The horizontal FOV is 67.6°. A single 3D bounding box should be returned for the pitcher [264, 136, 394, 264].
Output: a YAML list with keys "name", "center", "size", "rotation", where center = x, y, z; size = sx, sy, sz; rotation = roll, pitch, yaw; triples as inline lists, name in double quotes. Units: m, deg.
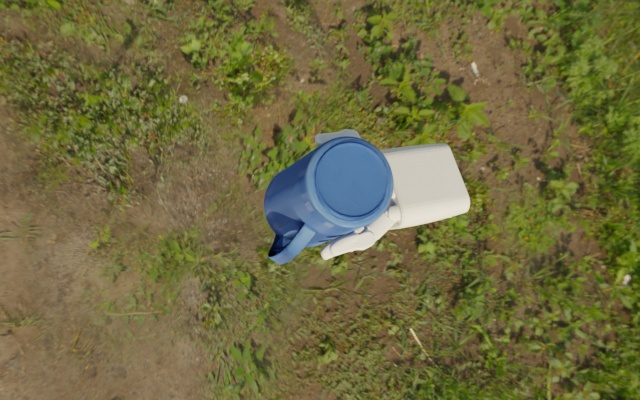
- name: "pitcher"
  center: [0.000, 0.002, 0.653]
  size: [0.145, 0.149, 0.243]
  rotation: [-9, -5, -16]
